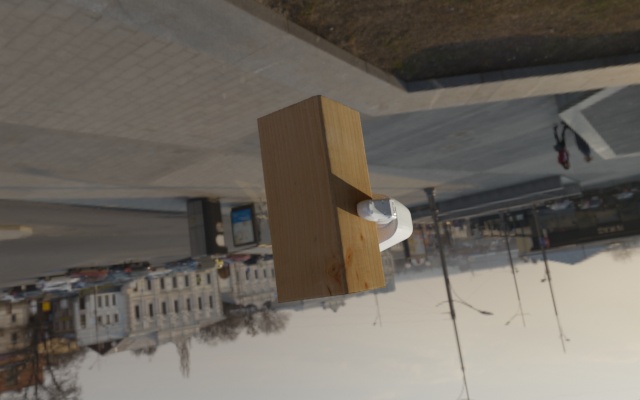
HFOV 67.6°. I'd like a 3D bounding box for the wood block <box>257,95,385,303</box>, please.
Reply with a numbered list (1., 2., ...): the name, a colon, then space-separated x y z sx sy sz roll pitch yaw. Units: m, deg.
1. wood block: 0.001 0.002 0.534 0.091 0.206 0.090 -14 -12 32
